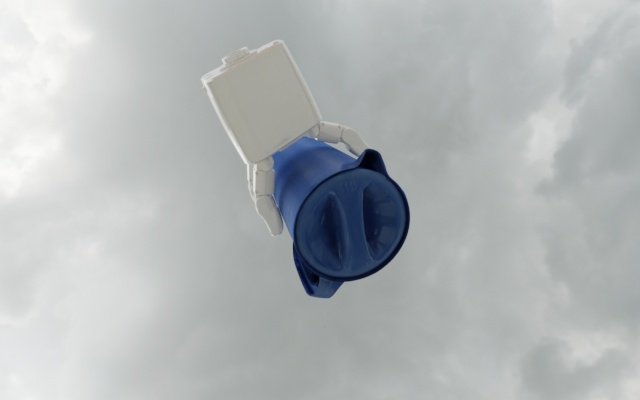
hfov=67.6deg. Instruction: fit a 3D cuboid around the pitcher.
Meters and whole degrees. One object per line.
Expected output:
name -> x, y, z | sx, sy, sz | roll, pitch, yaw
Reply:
pitcher -> 0.000, 0.002, 0.617 | 0.149, 0.145, 0.242 | -31, 24, -5
